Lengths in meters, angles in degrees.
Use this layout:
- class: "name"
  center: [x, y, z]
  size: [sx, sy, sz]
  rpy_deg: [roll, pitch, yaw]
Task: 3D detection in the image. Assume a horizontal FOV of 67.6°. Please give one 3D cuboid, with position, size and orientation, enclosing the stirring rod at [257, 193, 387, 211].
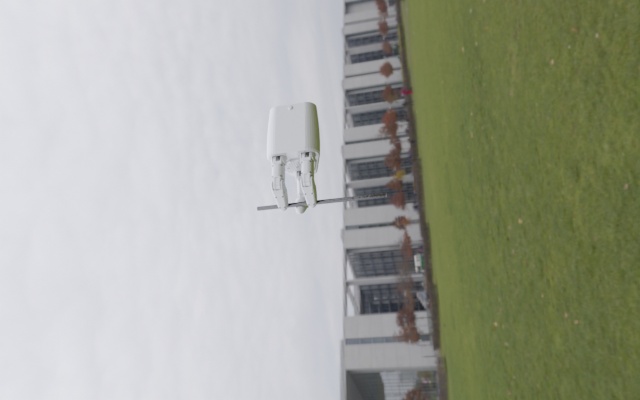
- class: "stirring rod"
  center: [0.000, 0.003, 0.868]
  size: [0.239, 0.011, 0.011]
  rpy_deg: [-6, -1, 11]
